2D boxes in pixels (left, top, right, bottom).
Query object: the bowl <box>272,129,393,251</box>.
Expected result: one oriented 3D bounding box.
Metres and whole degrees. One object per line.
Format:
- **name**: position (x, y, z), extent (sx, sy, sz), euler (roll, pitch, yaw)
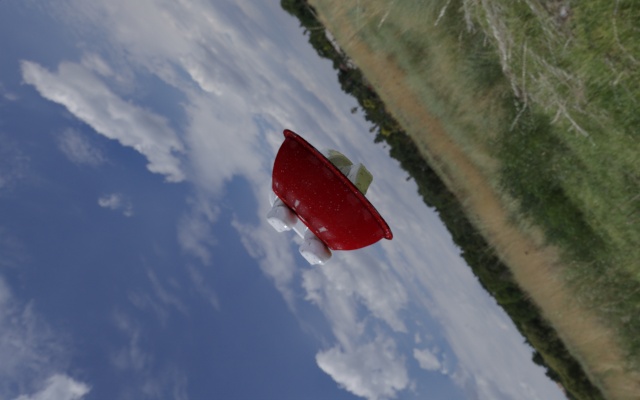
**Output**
- **bowl**: position (0.000, 0.002, 0.502), extent (0.055, 0.162, 0.162), euler (-45, -5, -5)
